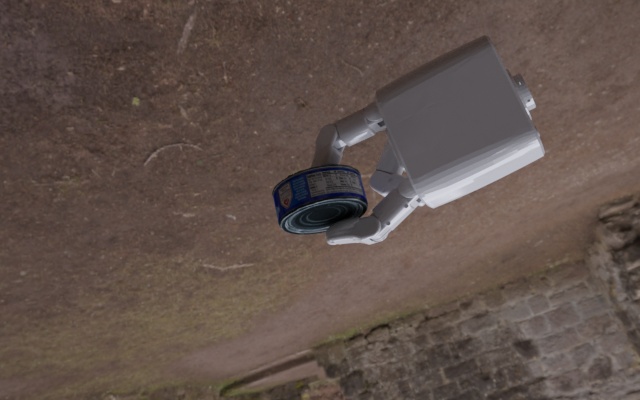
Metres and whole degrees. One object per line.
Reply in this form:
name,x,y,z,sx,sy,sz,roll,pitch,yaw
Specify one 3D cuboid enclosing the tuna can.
tuna can,0.000,0.002,0.444,0.086,0.033,0.086,-11,-22,-5
